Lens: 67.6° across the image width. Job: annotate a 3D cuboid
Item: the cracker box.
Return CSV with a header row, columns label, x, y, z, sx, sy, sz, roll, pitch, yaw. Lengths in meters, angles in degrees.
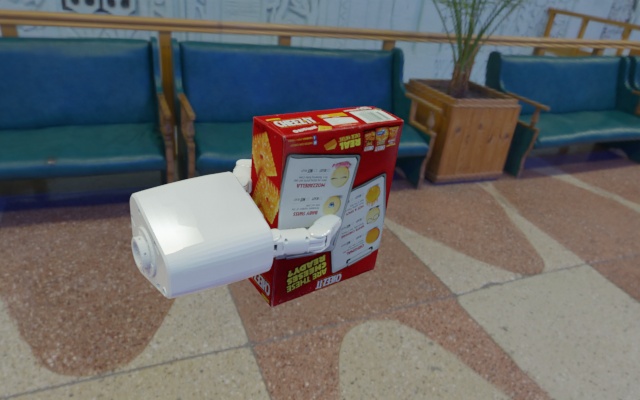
label,x,y,z,sx,sy,sz,roll,pitch,yaw
cracker box,0.000,0.002,0.569,0.164,0.214,0.072,-14,35,-33
